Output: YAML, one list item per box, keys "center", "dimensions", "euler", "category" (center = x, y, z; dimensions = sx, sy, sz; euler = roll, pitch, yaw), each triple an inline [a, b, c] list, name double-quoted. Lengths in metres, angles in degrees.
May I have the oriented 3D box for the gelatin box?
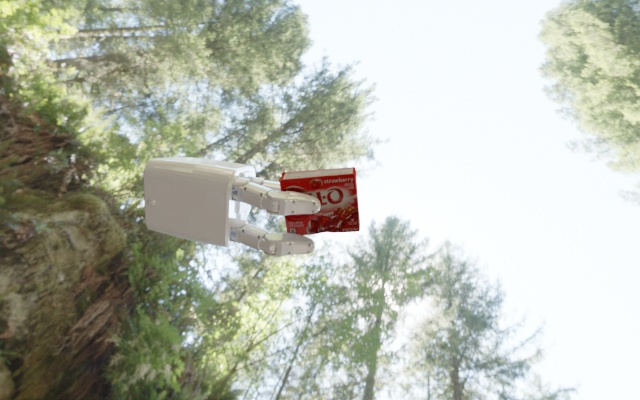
- center: [0.000, 0.002, 0.560]
  dimensions: [0.089, 0.073, 0.030]
  euler: [-4, 22, 6]
  category: "gelatin box"
